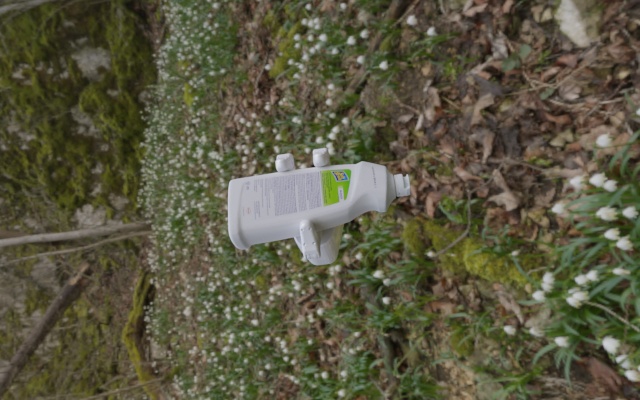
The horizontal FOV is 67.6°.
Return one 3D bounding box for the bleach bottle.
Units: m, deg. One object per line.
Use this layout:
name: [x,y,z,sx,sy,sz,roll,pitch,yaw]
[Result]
bleach bottle: [0.000,0.002,0.672,0.251,0.102,0.068,-8,-25,6]
